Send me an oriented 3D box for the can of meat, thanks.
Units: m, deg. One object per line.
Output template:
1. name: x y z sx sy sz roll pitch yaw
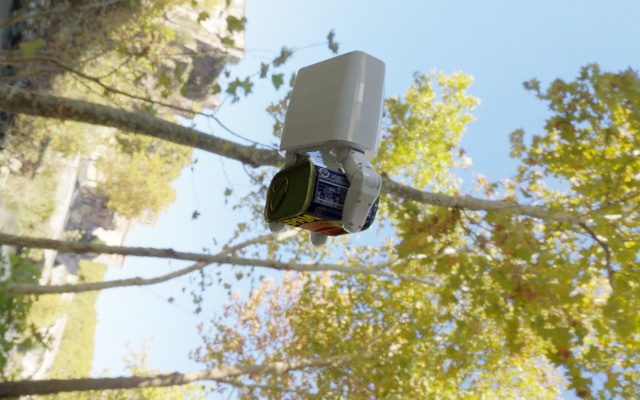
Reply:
1. can of meat: 0.000 0.002 0.503 0.084 0.057 0.102 16 -16 -27
